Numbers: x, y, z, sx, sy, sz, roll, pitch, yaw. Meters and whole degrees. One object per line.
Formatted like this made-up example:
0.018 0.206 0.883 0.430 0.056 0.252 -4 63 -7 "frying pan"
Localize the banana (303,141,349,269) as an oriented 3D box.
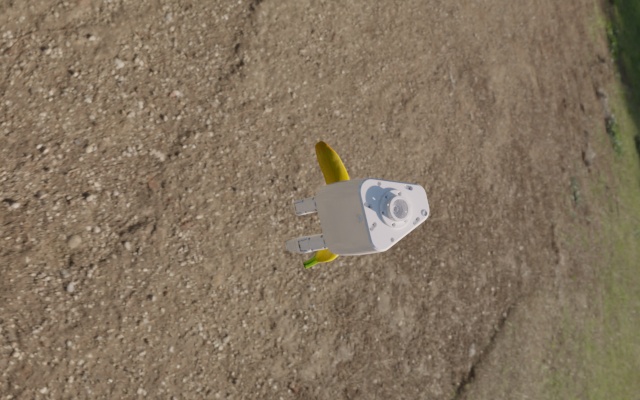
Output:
0.018 0.008 0.730 0.069 0.198 0.037 7 -6 -10 "banana"
